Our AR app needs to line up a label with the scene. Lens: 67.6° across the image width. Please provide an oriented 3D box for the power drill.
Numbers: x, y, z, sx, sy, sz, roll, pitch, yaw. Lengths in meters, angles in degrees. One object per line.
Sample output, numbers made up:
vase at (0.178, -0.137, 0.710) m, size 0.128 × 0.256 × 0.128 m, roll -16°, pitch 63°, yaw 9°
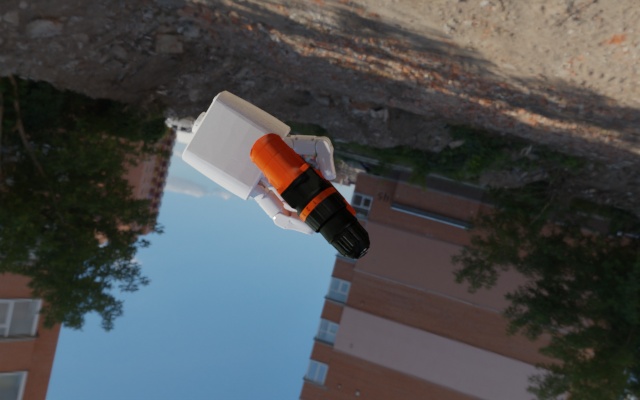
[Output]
power drill at (0.000, 0.002, 0.622) m, size 0.057 × 0.184 × 0.188 m, roll -42°, pitch -11°, yaw 1°
